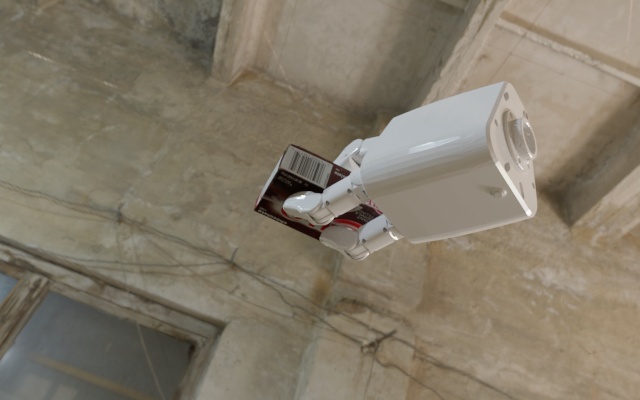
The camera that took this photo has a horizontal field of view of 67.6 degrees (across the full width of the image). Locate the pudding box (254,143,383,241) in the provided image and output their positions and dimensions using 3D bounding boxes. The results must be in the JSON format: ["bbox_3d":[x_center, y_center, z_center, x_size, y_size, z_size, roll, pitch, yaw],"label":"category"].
[{"bbox_3d":[0.000,0.001,0.478,0.113,0.039,0.090,27,-36,-9],"label":"pudding box"}]
